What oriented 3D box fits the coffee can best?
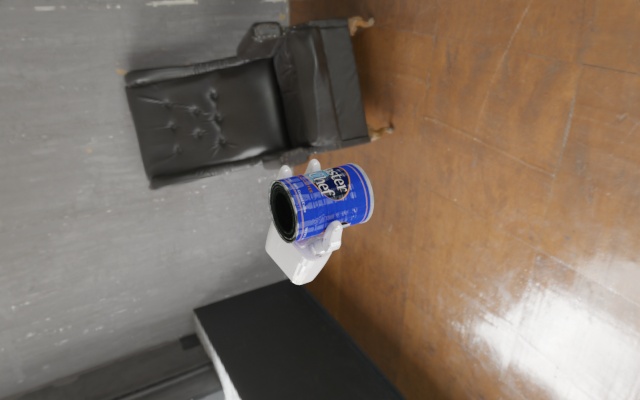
[{"bbox_3d":[0.000,0.002,0.771,0.140,0.103,0.103,-14,6,-27],"label":"coffee can"}]
